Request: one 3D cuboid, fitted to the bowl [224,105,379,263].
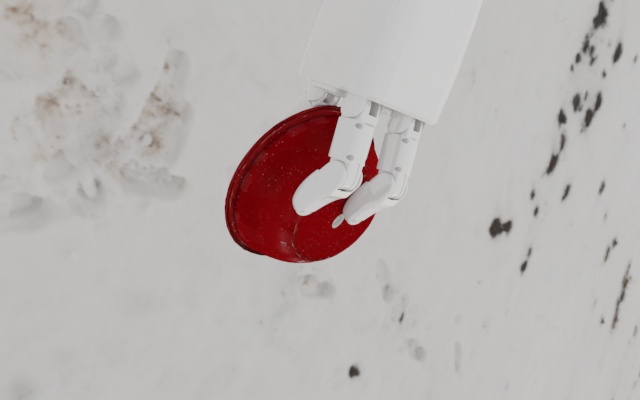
[{"bbox_3d":[0.000,0.003,0.423,0.162,0.162,0.055,0,34,-43],"label":"bowl"}]
